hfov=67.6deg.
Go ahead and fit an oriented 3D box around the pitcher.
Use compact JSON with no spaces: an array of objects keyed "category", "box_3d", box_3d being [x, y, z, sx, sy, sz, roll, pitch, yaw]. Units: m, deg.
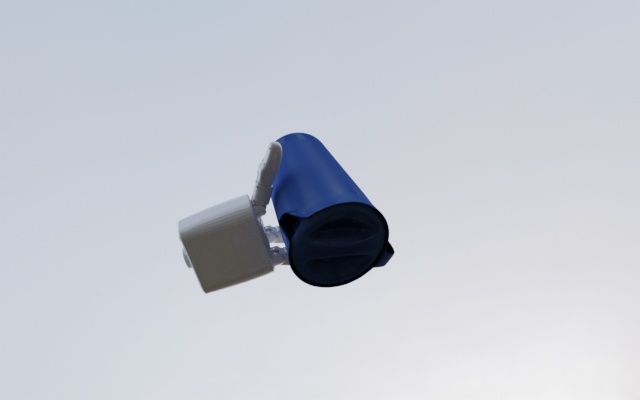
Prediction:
[{"category":"pitcher","box_3d":[0.000,0.002,0.688,0.145,0.149,0.242,-19,36,-6]}]
